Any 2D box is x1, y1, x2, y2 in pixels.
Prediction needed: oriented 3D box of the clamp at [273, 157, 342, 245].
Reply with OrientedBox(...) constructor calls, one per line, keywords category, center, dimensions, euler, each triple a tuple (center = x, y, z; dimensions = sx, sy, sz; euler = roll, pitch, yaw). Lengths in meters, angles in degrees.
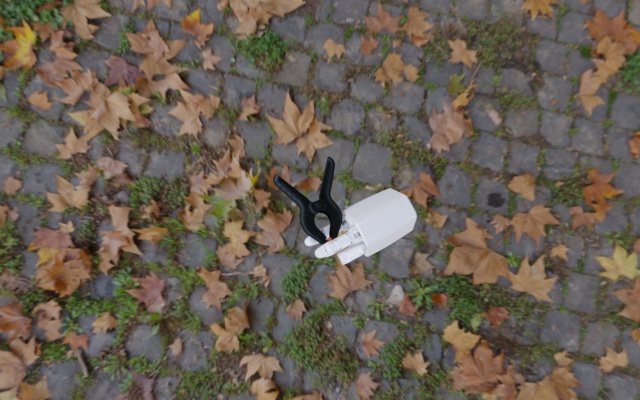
OrientedBox(category="clamp", center=(0.000, 0.003, 0.891), dimensions=(0.120, 0.171, 0.039), euler=(-28, -3, -3))
